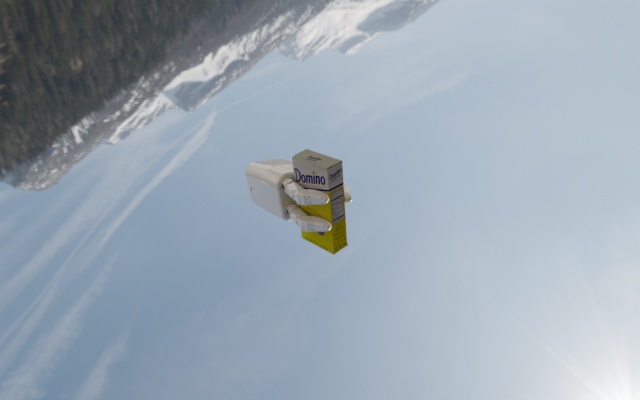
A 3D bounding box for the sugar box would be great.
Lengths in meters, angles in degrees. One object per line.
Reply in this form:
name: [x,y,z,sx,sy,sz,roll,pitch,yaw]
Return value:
sugar box: [0.000,0.003,0.865,0.048,0.176,0.093,-31,38,-34]
